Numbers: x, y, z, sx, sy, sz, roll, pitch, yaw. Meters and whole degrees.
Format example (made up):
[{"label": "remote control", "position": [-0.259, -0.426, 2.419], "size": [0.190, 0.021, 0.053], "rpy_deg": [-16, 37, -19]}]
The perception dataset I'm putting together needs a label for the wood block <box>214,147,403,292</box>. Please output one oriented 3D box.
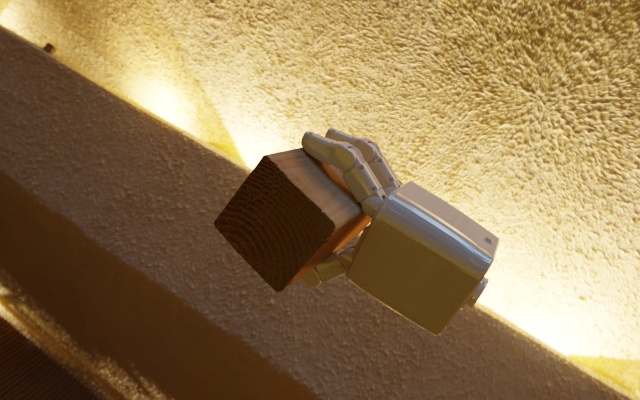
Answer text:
[{"label": "wood block", "position": [0.000, 0.002, 0.497], "size": [0.090, 0.091, 0.206], "rpy_deg": [45, 25, 10]}]
